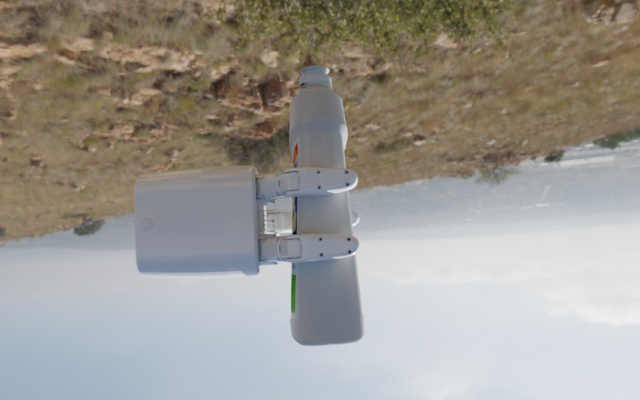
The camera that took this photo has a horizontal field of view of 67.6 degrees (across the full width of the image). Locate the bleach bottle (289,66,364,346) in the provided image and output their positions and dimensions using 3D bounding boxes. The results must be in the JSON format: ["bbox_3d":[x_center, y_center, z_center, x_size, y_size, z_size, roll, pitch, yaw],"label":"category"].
[{"bbox_3d":[0.000,0.002,0.455,0.068,0.251,0.102,-2,-5,-5],"label":"bleach bottle"}]
